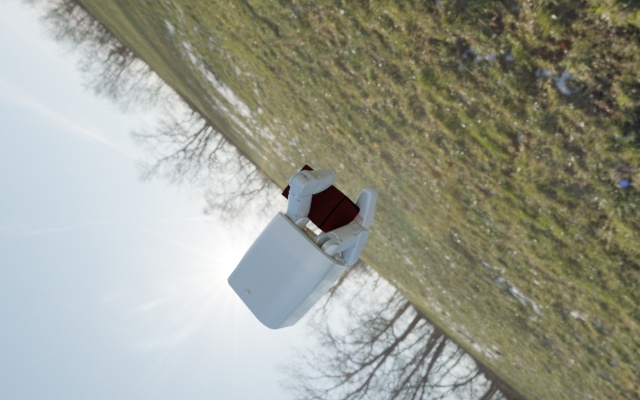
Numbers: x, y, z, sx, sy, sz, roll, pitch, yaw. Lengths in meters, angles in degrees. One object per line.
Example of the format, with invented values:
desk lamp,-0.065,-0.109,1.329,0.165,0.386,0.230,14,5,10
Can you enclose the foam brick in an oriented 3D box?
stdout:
foam brick,0.000,0.002,0.595,0.078,0.051,0.053,40,1,34
